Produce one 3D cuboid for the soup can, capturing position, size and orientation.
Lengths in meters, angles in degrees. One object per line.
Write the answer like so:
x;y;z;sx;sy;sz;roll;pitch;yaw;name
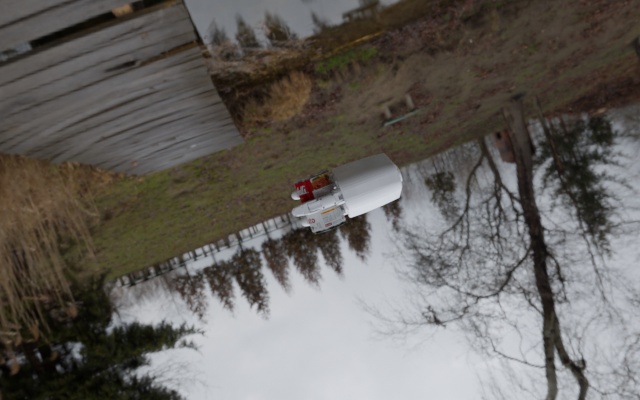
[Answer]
0.000;0.003;0.880;0.068;0.102;0.068;-20;3;1;soup can
